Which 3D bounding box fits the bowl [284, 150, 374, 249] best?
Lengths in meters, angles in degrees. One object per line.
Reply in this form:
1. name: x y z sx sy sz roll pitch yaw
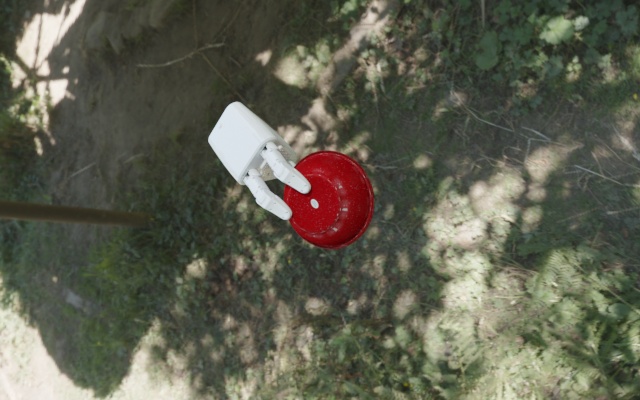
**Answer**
1. bowl: 0.001 0.003 0.750 0.162 0.162 0.055 0 7 26
